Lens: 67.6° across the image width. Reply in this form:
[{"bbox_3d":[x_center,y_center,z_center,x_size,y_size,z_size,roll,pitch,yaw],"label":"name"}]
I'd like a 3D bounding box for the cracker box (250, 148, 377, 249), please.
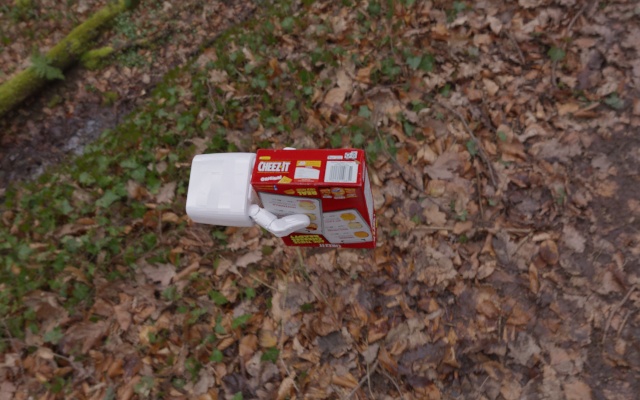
[{"bbox_3d":[0.000,0.003,0.767,0.164,0.072,0.214,1,-29,13],"label":"cracker box"}]
